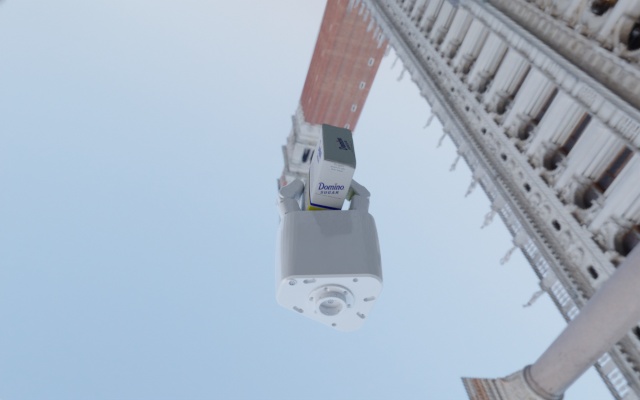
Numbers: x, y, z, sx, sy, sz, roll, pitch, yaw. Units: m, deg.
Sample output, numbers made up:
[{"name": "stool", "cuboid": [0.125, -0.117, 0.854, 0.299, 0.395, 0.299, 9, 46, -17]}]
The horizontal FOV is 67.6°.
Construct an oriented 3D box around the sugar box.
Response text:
[{"name": "sugar box", "cuboid": [0.001, 0.002, 0.610, 0.048, 0.176, 0.093, 13, 34, -11]}]
